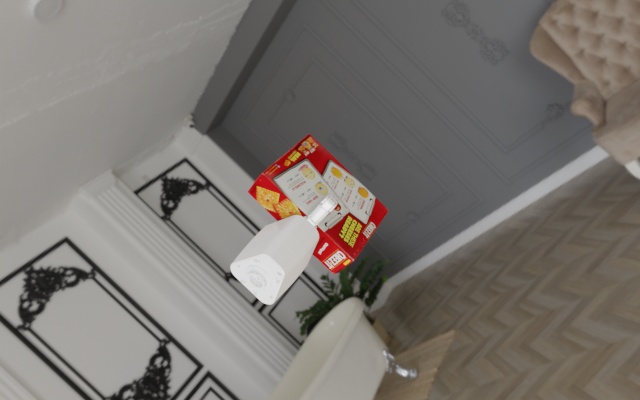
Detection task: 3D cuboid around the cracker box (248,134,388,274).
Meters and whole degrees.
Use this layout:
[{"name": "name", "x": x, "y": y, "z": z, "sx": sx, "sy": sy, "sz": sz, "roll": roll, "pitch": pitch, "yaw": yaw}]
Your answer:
[{"name": "cracker box", "x": 0.000, "y": 0.003, "z": 0.871, "sx": 0.072, "sy": 0.214, "sz": 0.164, "roll": -44, "pitch": 3, "yaw": 44}]
